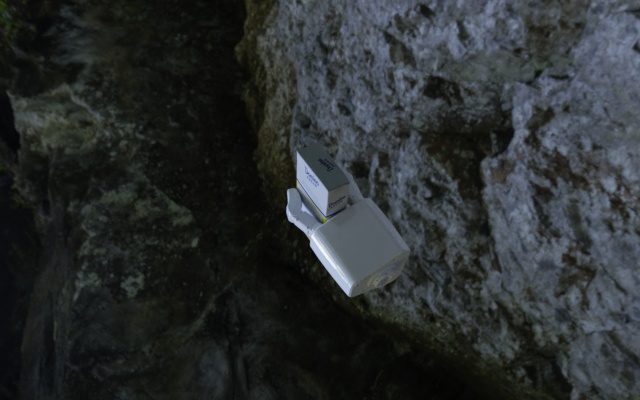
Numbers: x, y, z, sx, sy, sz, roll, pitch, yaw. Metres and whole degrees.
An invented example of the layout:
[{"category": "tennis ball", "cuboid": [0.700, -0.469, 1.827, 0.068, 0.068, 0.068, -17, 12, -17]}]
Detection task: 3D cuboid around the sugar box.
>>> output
[{"category": "sugar box", "cuboid": [0.001, 0.002, 0.764, 0.048, 0.093, 0.176, -23, -33, -23]}]
